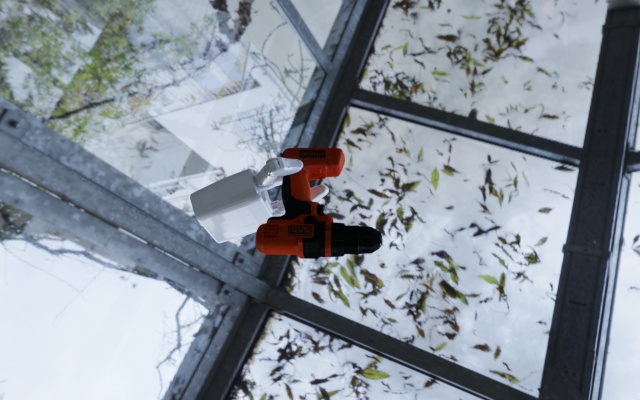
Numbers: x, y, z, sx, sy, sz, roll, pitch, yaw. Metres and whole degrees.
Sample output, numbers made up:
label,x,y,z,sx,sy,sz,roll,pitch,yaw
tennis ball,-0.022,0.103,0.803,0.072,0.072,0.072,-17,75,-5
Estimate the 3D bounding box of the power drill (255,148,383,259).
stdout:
label,x,y,z,sx,sy,sz,roll,pitch,yaw
power drill,0.000,0.002,0.733,0.184,0.187,0.057,1,-39,1
